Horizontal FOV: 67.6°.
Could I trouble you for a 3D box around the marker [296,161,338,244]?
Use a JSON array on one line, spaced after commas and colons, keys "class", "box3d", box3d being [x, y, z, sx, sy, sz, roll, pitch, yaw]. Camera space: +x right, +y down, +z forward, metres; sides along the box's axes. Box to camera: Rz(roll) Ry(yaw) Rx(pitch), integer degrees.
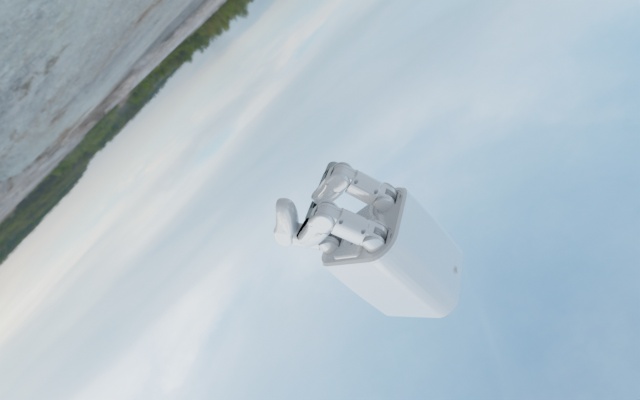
[{"class": "marker", "box3d": [0.000, 0.002, 0.523, 0.020, 0.020, 0.121, 0, 43, 23]}]
